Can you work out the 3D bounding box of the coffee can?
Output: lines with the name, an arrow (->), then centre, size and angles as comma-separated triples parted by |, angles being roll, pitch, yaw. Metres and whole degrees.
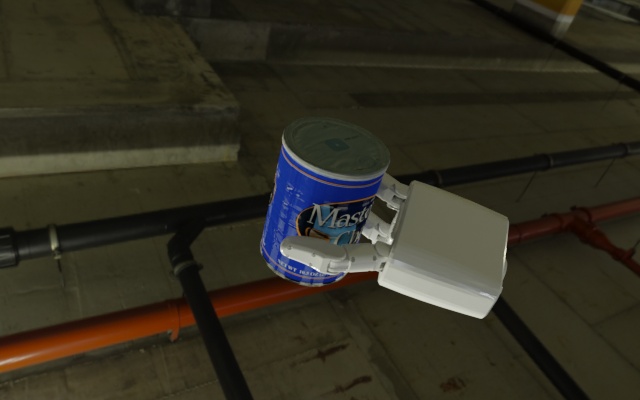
coffee can -> 0.000, 0.001, 0.484 | 0.103, 0.140, 0.102 | 11, 36, -8
